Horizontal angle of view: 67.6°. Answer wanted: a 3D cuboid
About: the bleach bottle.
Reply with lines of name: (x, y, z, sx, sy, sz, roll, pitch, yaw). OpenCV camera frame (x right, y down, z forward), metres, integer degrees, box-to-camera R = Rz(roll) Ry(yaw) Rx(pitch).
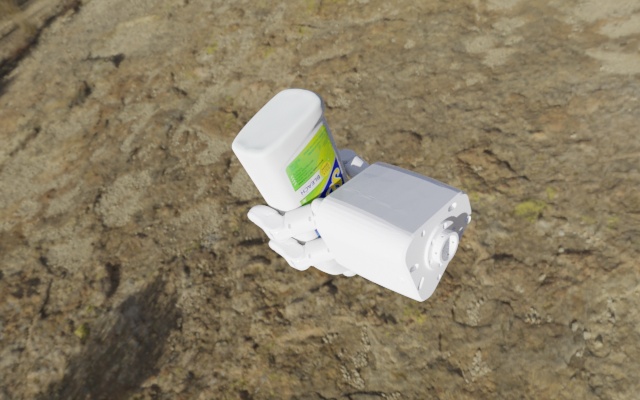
bleach bottle: (0.000, 0.002, 0.551, 0.068, 0.102, 0.251, 22, -27, 40)
